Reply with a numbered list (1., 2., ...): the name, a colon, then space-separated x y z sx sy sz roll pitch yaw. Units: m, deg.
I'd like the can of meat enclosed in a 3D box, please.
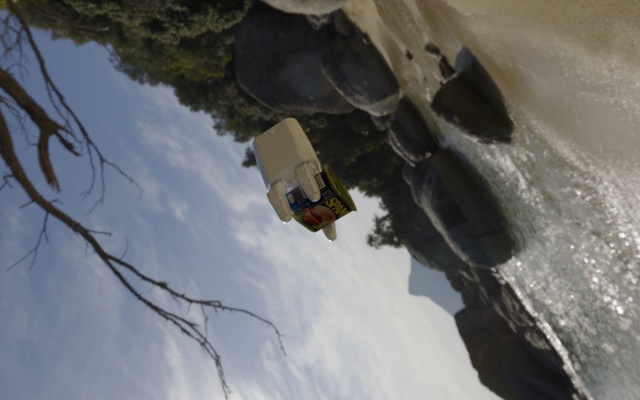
1. can of meat: 0.000 0.003 0.775 0.084 0.057 0.102 -31 -31 10
